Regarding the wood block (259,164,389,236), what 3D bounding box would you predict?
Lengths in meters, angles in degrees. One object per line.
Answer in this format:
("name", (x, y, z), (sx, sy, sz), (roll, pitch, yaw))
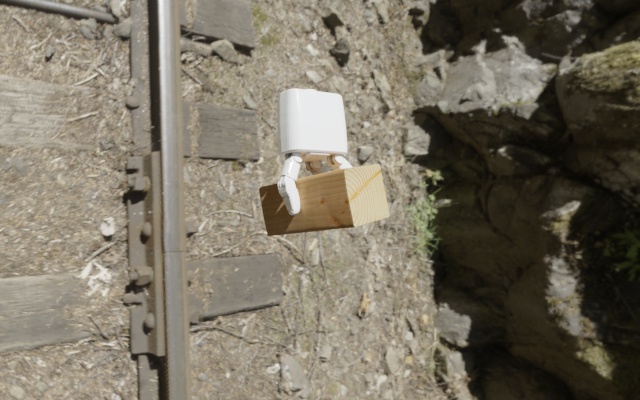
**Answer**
("wood block", (0.000, 0.002, 0.803), (0.206, 0.090, 0.091), (-10, 1, 45))
